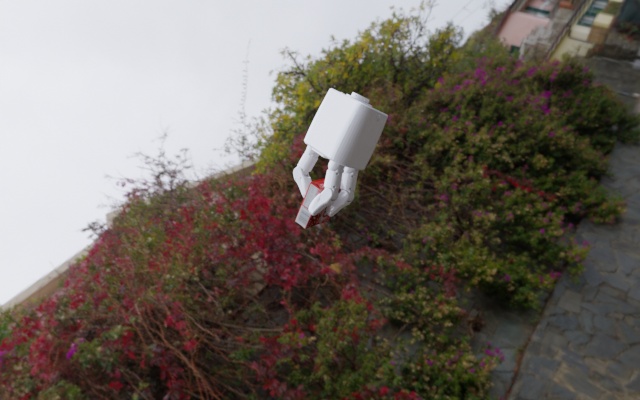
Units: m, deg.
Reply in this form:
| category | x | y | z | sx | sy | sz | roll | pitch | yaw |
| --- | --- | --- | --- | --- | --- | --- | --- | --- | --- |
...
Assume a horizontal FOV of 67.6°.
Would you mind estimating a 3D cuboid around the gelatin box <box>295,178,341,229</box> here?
| category | x | y | z | sx | sy | sz | roll | pitch | yaw |
| --- | --- | --- | --- | --- | --- | --- | --- | --- | --- |
| gelatin box | 0.000 | 0.003 | 0.865 | 0.030 | 0.089 | 0.073 | 37 | 29 | 26 |
